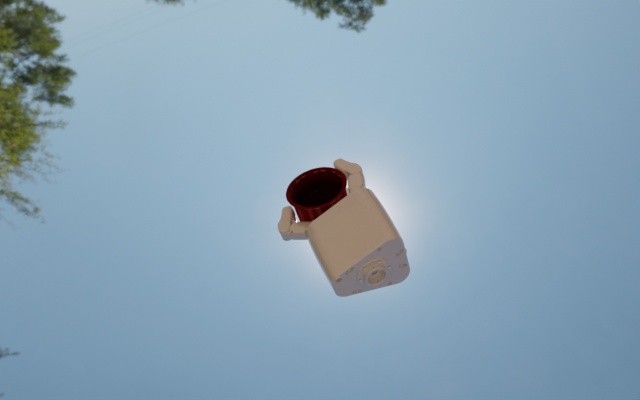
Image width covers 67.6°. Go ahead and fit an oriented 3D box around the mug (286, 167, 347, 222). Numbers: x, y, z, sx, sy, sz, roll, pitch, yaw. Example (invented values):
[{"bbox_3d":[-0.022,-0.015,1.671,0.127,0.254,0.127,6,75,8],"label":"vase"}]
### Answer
[{"bbox_3d":[0.000,0.002,0.734,0.093,0.082,0.117,-22,40,-3],"label":"mug"}]
